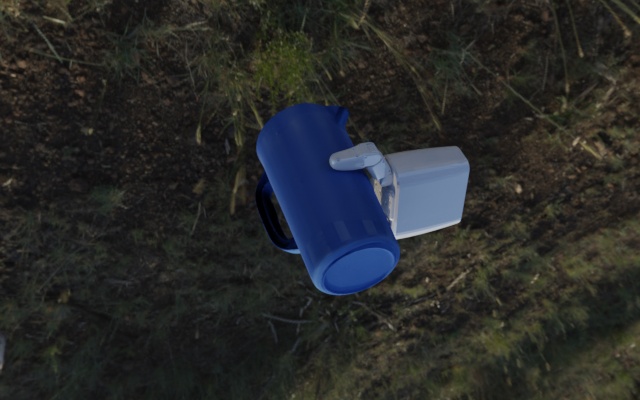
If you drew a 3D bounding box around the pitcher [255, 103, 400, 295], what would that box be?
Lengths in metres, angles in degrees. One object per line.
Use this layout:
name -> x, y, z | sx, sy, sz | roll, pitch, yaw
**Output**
pitcher -> 0.000, 0.002, 0.622 | 0.145, 0.242, 0.149 | -11, -41, -14
